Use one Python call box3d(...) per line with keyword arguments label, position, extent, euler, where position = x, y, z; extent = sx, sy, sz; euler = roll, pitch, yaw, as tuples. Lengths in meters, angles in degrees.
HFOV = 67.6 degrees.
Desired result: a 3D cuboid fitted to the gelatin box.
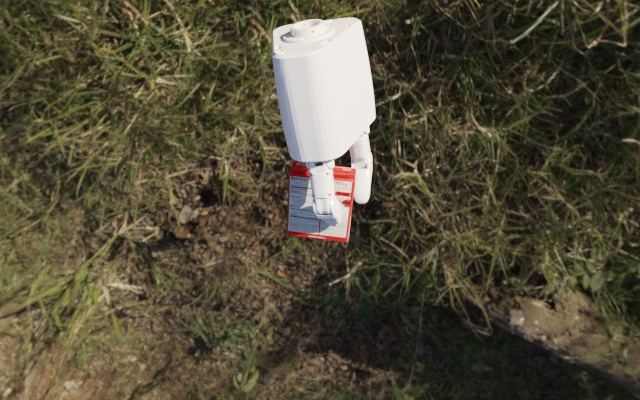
box3d(label="gelatin box", position=(0.000, 0.002, 0.547), extent=(0.073, 0.089, 0.030), euler=(6, 33, 3))
